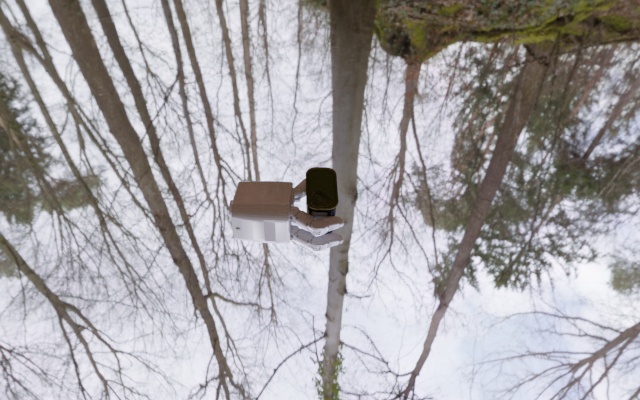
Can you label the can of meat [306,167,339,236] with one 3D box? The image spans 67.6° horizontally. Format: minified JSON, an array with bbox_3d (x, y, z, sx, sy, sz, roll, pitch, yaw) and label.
[{"bbox_3d":[0.000,0.003,0.890,0.057,0.102,0.084,0,-41,-4],"label":"can of meat"}]
